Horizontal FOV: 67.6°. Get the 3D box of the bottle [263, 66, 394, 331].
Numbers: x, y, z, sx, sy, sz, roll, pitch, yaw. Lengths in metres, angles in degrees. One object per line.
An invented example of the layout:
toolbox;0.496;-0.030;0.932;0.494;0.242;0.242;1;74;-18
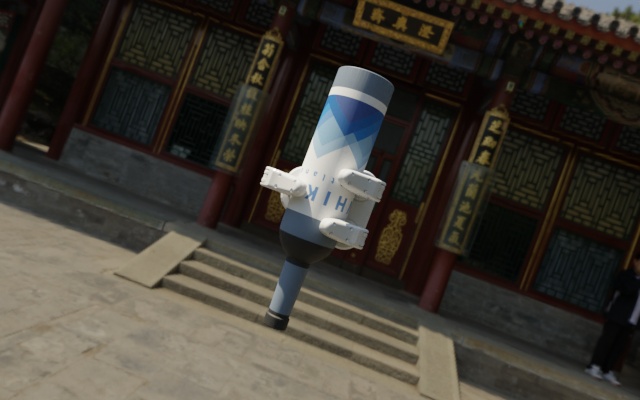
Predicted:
bottle;0.000;0.001;0.533;0.069;0.295;0.069;21;-1;0
